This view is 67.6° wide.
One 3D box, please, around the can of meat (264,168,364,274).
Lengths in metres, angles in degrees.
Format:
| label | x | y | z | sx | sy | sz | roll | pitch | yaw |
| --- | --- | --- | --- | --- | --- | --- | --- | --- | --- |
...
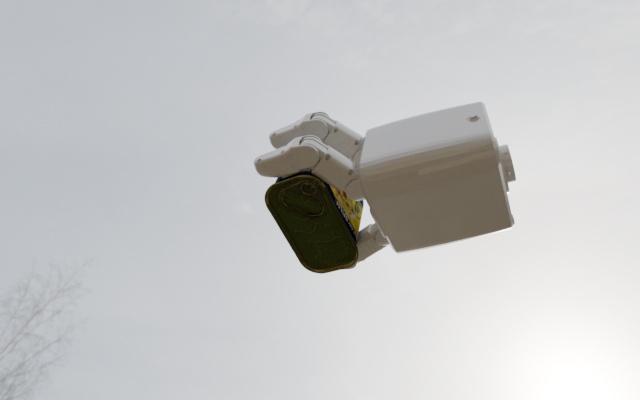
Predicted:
| label | x | y | z | sx | sy | sz | roll | pitch | yaw |
| --- | --- | --- | --- | --- | --- | --- | --- | --- | --- |
| can of meat | 0.000 | 0.001 | 0.447 | 0.057 | 0.102 | 0.084 | -17 | 28 | 22 |
